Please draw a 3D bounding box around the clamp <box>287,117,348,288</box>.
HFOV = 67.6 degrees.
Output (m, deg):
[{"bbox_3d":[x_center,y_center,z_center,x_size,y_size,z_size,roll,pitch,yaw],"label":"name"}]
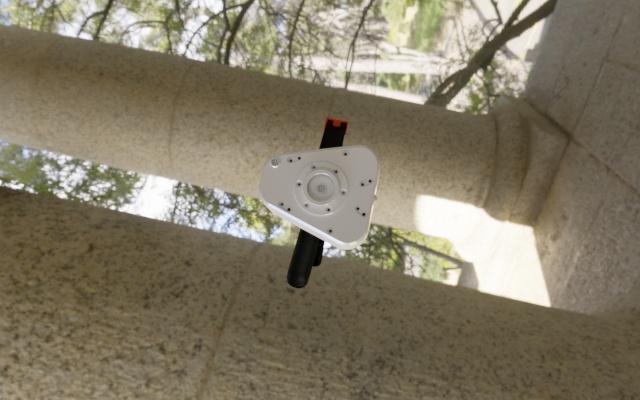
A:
[{"bbox_3d":[-0.001,0.001,0.613,0.036,0.210,0.164,12,-4,5],"label":"clamp"}]
